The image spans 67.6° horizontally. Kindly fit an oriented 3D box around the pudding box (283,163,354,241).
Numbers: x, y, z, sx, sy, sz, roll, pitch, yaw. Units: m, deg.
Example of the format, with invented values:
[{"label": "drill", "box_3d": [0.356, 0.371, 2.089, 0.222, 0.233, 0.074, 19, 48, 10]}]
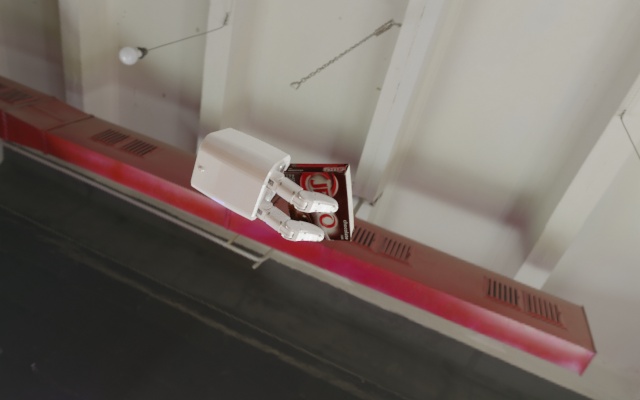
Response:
[{"label": "pudding box", "box_3d": [0.000, 0.002, 0.690, 0.090, 0.114, 0.039, 2, 31, 16]}]
